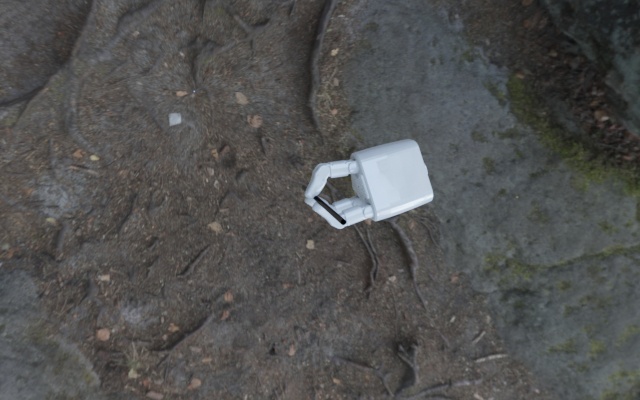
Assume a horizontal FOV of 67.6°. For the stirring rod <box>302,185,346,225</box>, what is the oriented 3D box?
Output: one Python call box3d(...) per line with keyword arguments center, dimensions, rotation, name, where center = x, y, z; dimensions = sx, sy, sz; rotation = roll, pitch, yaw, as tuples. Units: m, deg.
box3d(center=(0.000, 0.002, 0.736), dimensions=(0.011, 0.011, 0.239), rotation=(0, 12, -15), name="stirring rod")
